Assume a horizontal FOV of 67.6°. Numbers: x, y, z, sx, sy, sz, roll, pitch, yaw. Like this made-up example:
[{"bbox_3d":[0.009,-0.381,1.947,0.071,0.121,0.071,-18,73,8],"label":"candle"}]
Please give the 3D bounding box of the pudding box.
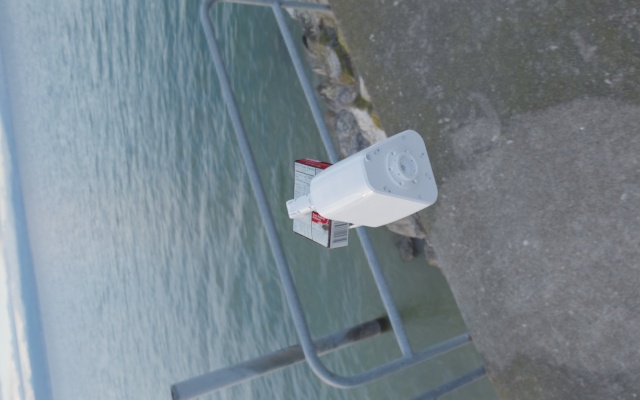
[{"bbox_3d":[0.000,0.002,0.674,0.039,0.113,0.090,-7,17,-36],"label":"pudding box"}]
